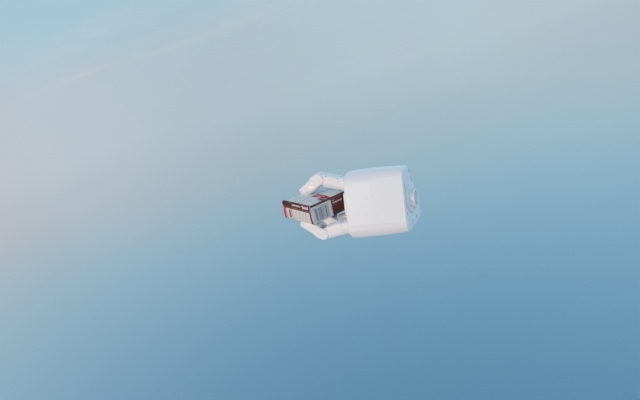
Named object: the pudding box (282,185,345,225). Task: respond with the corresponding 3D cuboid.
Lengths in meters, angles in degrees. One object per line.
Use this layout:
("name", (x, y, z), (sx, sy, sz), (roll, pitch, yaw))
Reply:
("pudding box", (0.000, 0.003, 0.882), (0.113, 0.039, 0.090), (-22, 20, -33))
